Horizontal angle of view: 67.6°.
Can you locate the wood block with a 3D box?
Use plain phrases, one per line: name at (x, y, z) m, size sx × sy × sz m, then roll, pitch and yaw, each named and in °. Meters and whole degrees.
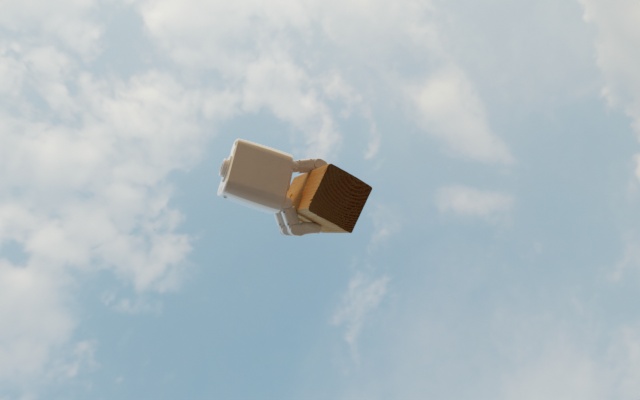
wood block at (0.000, 0.002, 0.884) m, size 0.090 × 0.091 × 0.206 m, roll 29°, pitch -12°, yaw -16°
